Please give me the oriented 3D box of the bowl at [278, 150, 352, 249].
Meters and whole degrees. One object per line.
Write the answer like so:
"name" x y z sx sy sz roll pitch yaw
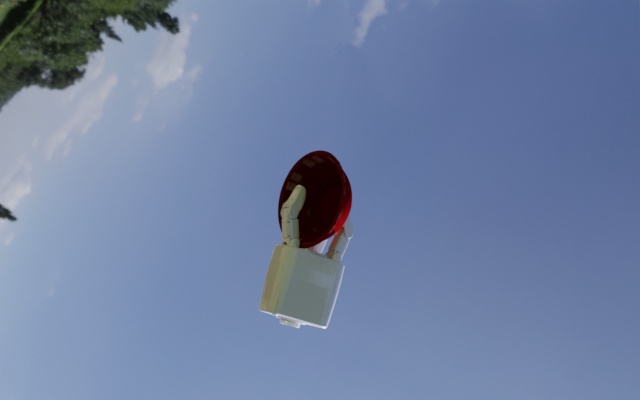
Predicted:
"bowl" 0.001 0.001 0.781 0.055 0.162 0.162 16 -10 -40
